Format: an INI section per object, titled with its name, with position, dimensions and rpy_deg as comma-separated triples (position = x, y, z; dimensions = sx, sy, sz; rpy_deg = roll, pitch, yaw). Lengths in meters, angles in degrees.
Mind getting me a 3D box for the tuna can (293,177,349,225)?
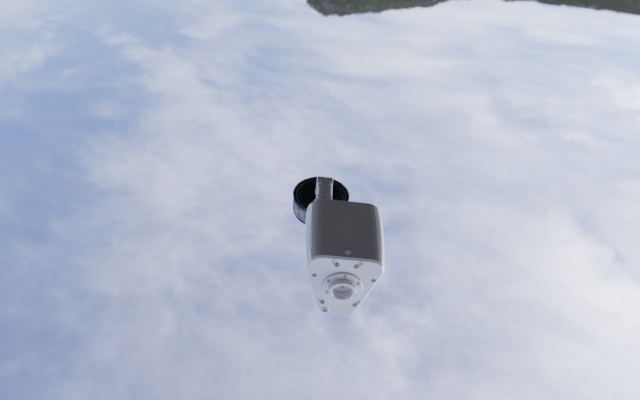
[tuna can]
position = 0.000, 0.003, 0.733
dimensions = 0.086, 0.034, 0.086
rpy_deg = 3, 41, -2
